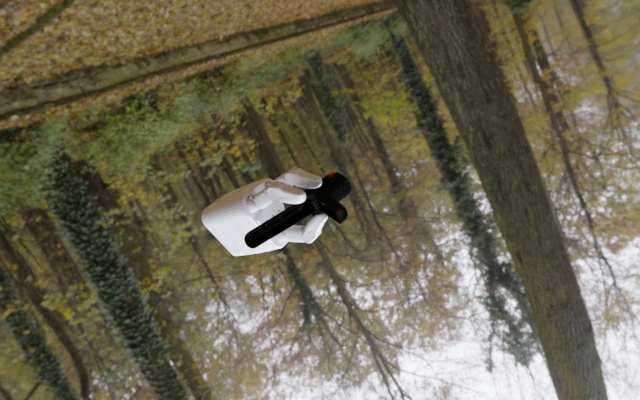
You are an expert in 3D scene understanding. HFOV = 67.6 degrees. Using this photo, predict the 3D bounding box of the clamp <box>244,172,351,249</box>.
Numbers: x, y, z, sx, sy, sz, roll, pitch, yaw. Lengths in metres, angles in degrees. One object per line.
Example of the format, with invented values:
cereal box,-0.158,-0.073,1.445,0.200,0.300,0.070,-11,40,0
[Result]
clamp,0.000,0.003,0.721,0.164,0.036,0.210,-14,17,34
